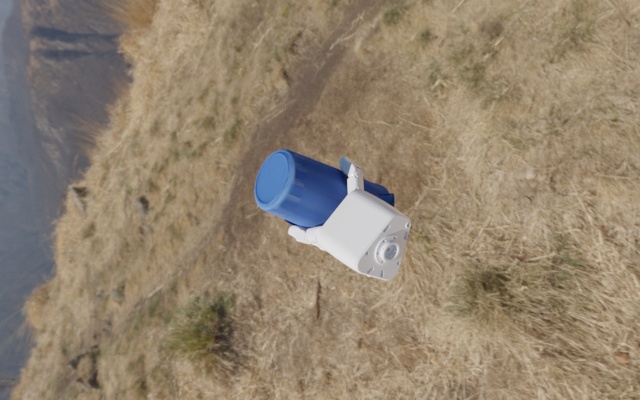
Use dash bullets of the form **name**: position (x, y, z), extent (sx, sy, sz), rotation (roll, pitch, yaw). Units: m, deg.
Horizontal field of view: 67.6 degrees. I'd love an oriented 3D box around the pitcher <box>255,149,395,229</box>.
- **pitcher**: position (0.000, 0.003, 0.859), extent (0.243, 0.149, 0.145), rotation (22, 9, -38)
